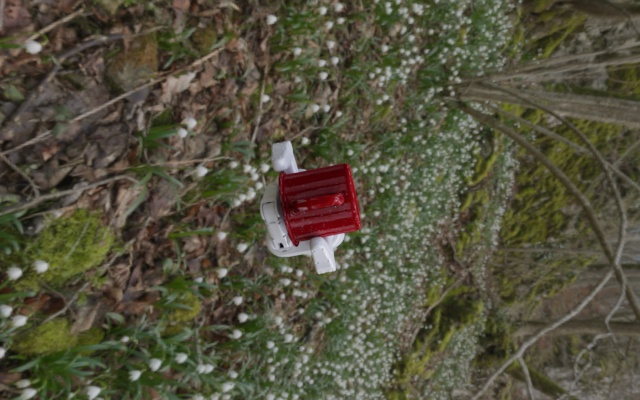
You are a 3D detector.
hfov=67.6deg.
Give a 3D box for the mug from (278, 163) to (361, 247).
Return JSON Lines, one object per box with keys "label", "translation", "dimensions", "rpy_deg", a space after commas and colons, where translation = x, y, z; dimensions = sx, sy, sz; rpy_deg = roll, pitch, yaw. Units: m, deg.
{"label": "mug", "translation": [0.000, 0.002, 0.553], "dimensions": [0.081, 0.093, 0.117], "rpy_deg": [-11, -4, 6]}
